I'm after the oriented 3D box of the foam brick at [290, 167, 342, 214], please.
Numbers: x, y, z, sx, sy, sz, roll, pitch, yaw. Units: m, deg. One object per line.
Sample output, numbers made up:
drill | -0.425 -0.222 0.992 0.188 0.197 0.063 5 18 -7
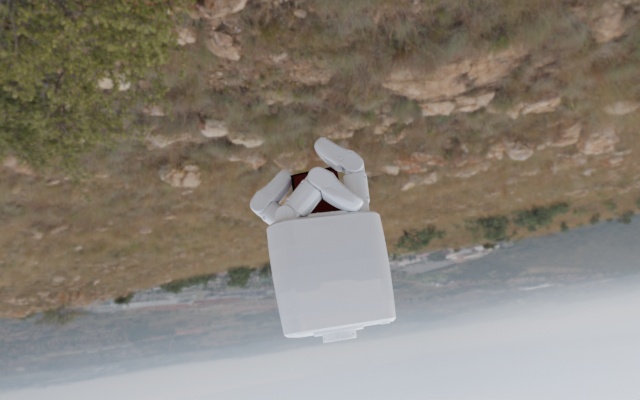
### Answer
foam brick | 0.000 0.002 0.541 0.053 0.051 0.078 -11 -17 4
